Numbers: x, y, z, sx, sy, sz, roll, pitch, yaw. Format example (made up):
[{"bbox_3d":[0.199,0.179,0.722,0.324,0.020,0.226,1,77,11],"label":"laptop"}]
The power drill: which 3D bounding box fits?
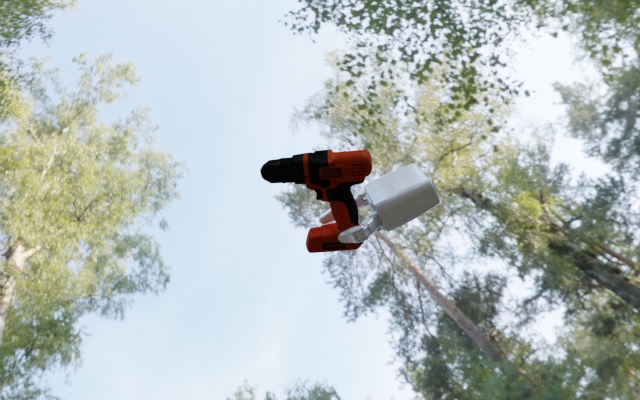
[{"bbox_3d":[0.000,0.003,0.820,0.184,0.188,0.057,-4,34,5],"label":"power drill"}]
